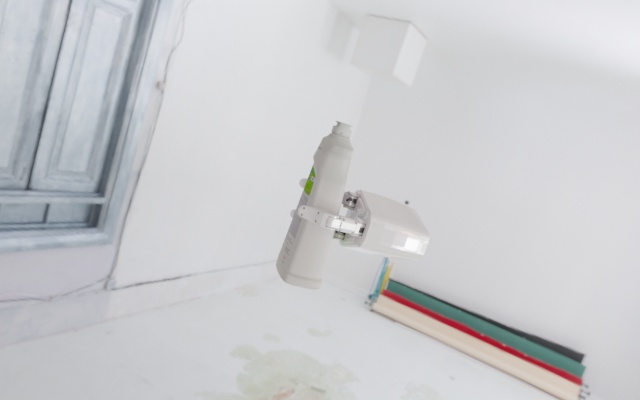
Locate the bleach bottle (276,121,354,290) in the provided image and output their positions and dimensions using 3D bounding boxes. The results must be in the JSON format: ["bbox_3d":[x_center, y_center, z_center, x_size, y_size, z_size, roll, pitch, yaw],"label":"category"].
[{"bbox_3d":[0.000,0.002,0.737,0.068,0.251,0.102,16,8,-18],"label":"bleach bottle"}]
